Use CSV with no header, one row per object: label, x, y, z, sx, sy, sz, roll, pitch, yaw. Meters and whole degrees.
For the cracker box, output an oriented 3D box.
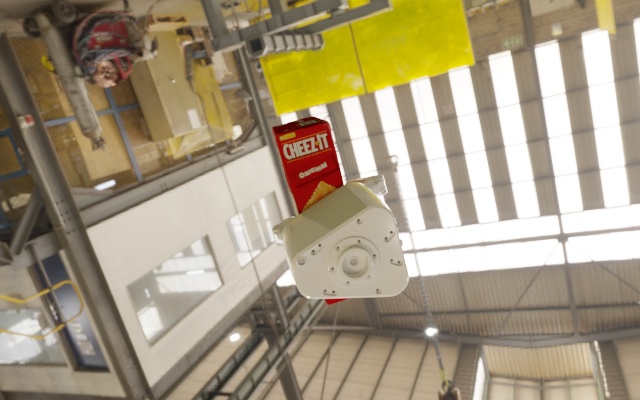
cracker box,0.000,0.002,0.624,0.072,0.214,0.164,-17,13,-3
